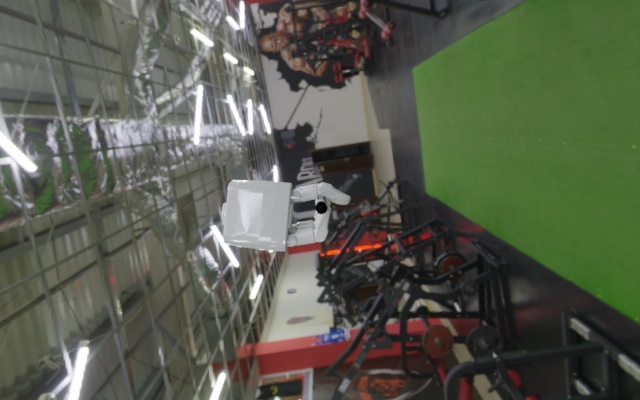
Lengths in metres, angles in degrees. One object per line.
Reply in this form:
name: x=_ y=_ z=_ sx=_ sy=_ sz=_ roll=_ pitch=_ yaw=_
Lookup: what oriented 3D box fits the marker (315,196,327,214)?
marker: x=0.000 y=0.003 z=0.799 sx=0.020 sy=0.020 sz=0.121 roll=0 pitch=11 yaw=-1
